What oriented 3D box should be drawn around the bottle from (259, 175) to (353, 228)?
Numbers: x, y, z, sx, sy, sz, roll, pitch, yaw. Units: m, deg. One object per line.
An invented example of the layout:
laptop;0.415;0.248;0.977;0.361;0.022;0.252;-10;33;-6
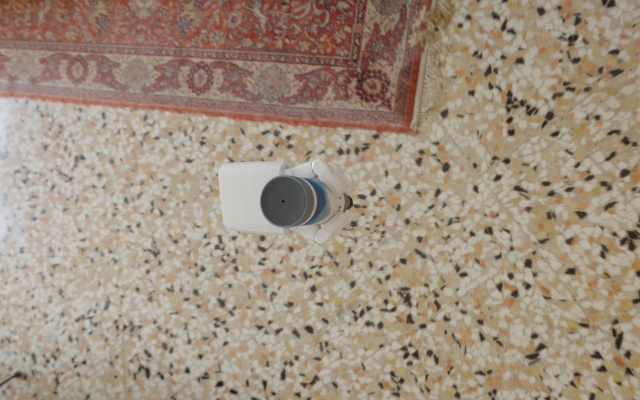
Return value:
bottle;0.000;0.002;0.734;0.069;0.069;0.296;0;-1;19
